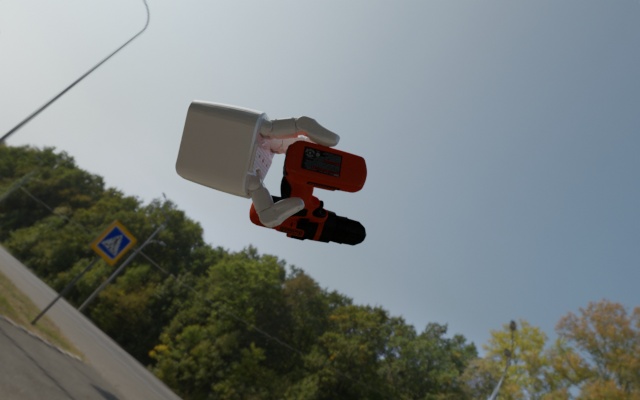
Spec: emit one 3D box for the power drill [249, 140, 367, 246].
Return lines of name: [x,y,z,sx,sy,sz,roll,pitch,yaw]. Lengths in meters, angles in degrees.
power drill: [0.000,0.002,0.677,0.184,0.057,0.188,12,-33,-11]
